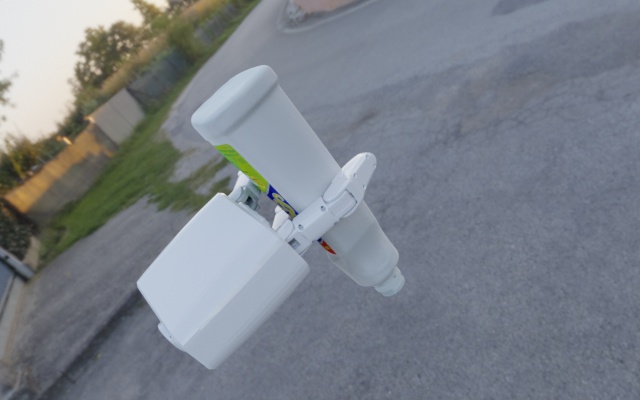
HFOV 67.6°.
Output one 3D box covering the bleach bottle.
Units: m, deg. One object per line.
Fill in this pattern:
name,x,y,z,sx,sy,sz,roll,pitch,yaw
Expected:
bleach bottle,0.000,0.001,0.425,0.251,0.068,0.102,48,-13,-24
